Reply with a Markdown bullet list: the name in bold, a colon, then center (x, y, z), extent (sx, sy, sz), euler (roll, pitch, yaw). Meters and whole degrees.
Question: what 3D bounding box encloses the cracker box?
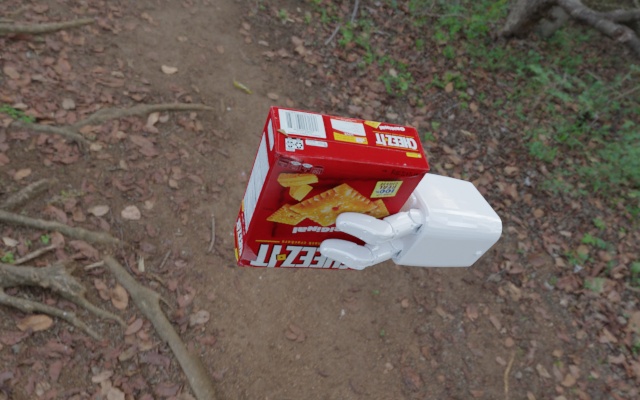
- **cracker box**: center (0.000, 0.002, 0.551), extent (0.164, 0.072, 0.214), euler (5, -39, -18)
